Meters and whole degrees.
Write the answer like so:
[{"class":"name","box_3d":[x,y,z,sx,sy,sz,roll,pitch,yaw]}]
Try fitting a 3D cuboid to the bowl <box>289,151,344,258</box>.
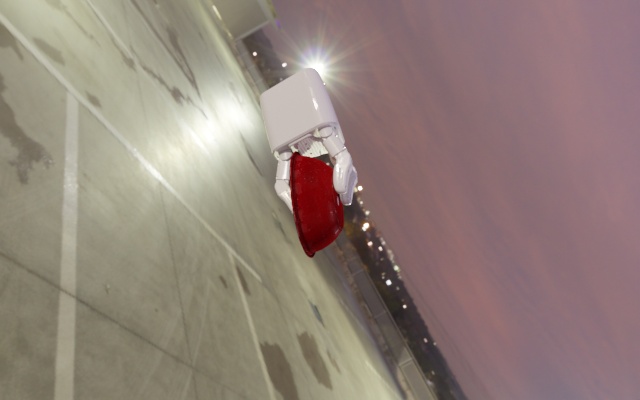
[{"class":"bowl","box_3d":[0.001,0.004,0.712,0.055,0.162,0.162,-8,-1,9]}]
